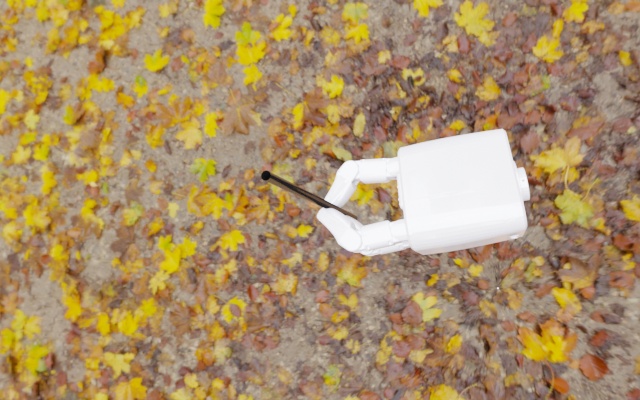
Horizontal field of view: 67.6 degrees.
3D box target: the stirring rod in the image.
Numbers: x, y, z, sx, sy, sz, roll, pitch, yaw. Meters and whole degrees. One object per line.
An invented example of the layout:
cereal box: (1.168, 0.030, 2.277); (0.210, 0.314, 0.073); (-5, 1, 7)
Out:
stirring rod: (0.000, 0.002, 0.472); (0.011, 0.011, 0.239); (0, -10, 20)
